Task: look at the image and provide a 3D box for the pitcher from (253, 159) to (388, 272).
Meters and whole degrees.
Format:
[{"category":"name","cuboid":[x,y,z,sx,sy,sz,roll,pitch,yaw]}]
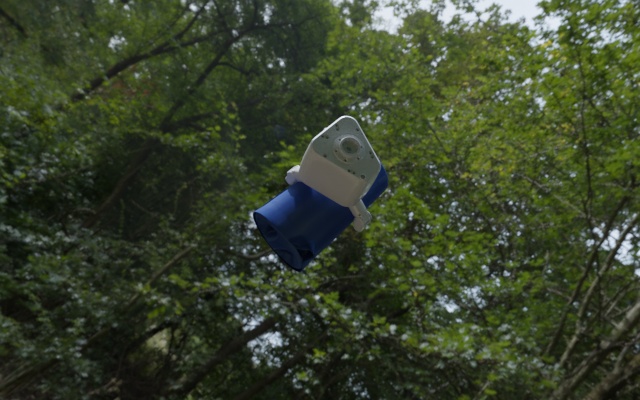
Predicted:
[{"category":"pitcher","cuboid":[0.000,0.003,0.881,0.242,0.149,0.145,-39,-9,-21]}]
